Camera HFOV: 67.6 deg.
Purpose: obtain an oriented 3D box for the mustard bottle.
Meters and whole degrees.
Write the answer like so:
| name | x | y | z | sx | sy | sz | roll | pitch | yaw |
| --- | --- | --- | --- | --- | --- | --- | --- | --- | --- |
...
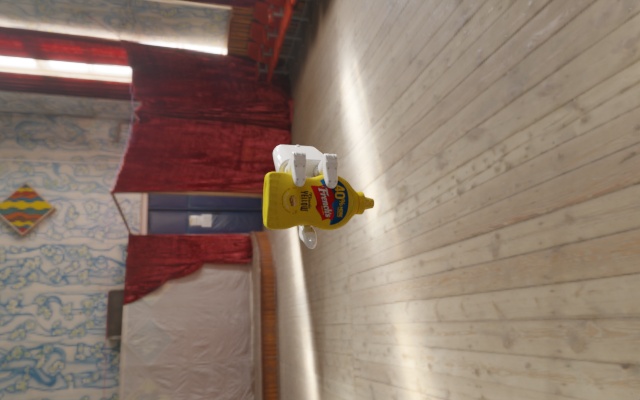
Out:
| name | x | y | z | sx | sy | sz | roll | pitch | yaw |
| --- | --- | --- | --- | --- | --- | --- | --- | --- | --- |
| mustard bottle | 0.000 | 0.003 | 0.818 | 0.191 | 0.096 | 0.058 | 2 | -3 | -15 |
